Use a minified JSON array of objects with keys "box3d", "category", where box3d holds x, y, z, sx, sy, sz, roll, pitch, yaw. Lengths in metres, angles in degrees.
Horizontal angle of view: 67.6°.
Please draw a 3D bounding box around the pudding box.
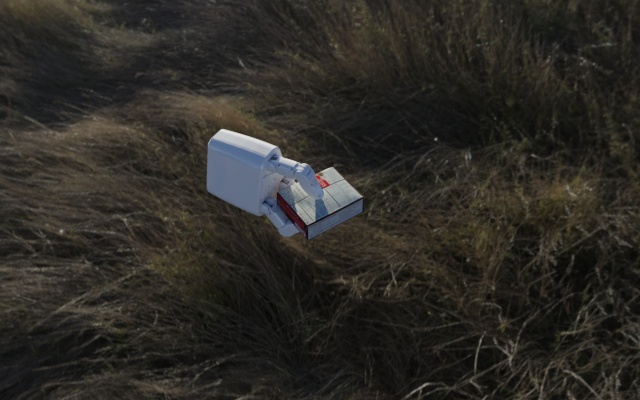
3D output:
[{"box3d":[0.000,0.002,0.757,0.113,0.039,0.090,-27,53,-22],"category":"pudding box"}]
